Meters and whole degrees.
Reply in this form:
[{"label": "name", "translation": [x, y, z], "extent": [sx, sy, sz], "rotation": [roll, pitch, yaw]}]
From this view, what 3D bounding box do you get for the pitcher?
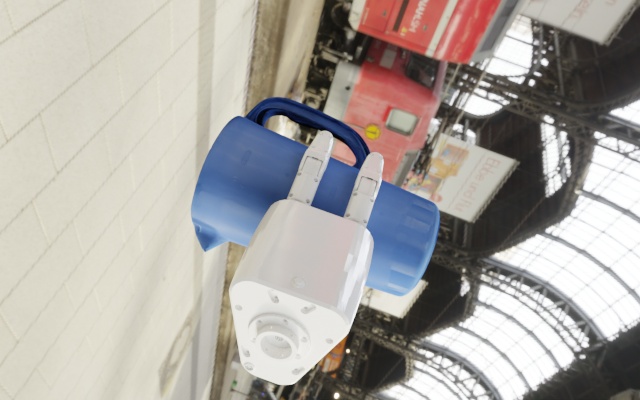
[{"label": "pitcher", "translation": [0.000, 0.002, 0.515], "extent": [0.243, 0.149, 0.145], "rotation": [21, 32, 2]}]
